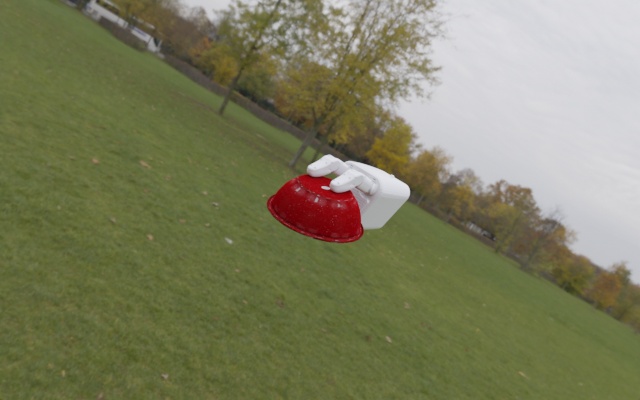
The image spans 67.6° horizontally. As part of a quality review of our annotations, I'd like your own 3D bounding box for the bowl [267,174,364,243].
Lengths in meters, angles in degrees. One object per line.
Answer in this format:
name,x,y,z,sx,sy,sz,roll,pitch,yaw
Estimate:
bowl,0.000,0.002,0.749,0.162,0.055,0.162,16,22,-7
